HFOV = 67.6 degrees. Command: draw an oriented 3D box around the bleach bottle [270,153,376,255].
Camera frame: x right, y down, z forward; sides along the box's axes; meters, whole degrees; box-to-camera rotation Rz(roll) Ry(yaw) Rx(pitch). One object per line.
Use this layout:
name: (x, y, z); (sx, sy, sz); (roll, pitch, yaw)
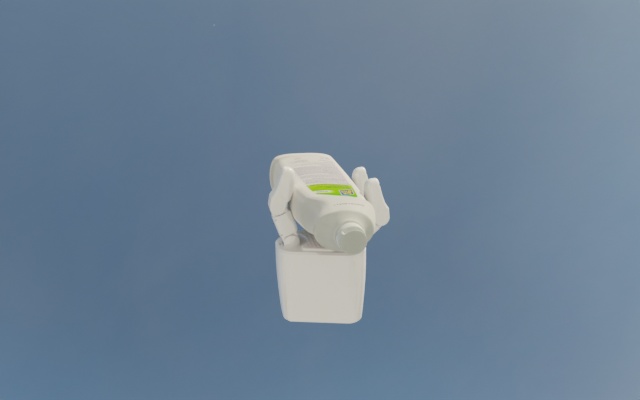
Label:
bleach bottle: (0.000, 0.002, 0.600); (0.102, 0.068, 0.250); (-5, 21, -11)
